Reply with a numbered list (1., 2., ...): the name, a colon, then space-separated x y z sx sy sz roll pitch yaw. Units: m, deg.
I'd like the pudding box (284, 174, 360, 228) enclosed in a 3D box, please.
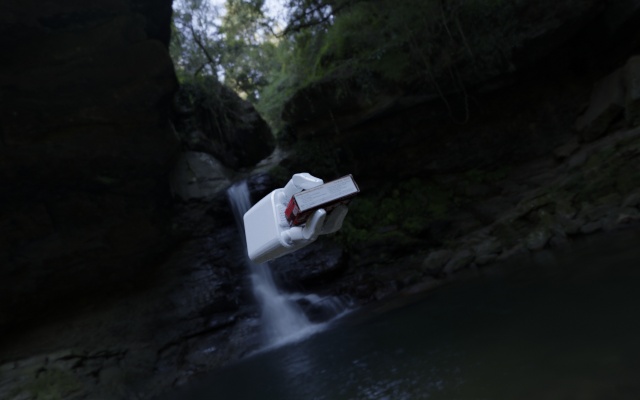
1. pudding box: 0.000 0.003 0.816 0.113 0.039 0.090 -22 -12 -20
